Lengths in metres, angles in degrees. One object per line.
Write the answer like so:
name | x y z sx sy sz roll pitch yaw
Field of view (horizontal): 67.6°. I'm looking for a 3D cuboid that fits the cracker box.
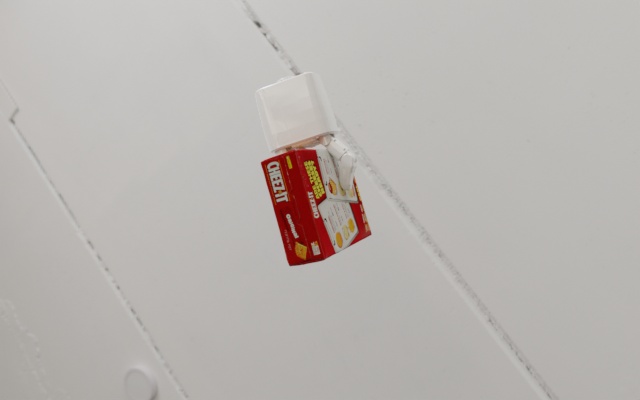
cracker box | 0.000 0.002 0.777 0.072 0.164 0.213 -16 -1 25
